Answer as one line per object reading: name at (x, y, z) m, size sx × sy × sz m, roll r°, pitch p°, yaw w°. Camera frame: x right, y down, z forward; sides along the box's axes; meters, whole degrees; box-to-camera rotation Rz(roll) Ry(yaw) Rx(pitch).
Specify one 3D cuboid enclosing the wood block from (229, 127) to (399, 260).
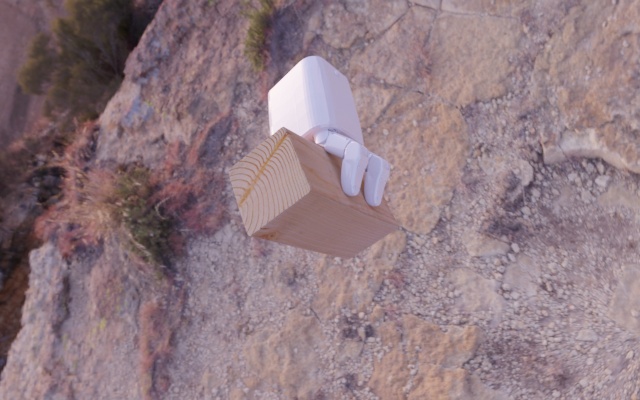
wood block at (0.000, 0.002, 0.583) m, size 0.091 × 0.090 × 0.206 m, roll -35°, pitch -30°, yaw 22°
